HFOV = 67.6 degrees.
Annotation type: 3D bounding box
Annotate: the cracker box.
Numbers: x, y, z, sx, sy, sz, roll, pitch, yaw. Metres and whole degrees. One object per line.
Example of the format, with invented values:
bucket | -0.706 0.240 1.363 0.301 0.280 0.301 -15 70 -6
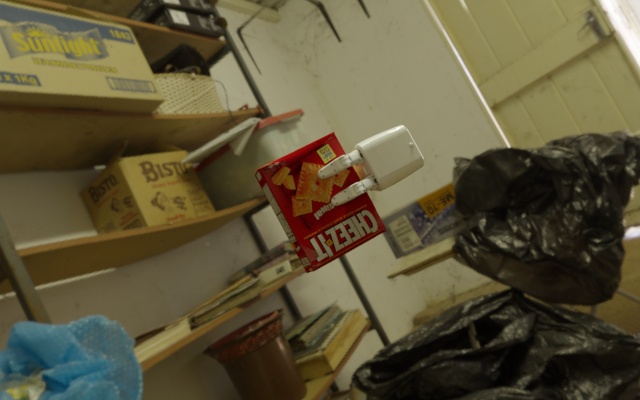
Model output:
cracker box | 0.000 0.003 0.895 0.164 0.213 0.072 -27 -3 -17
